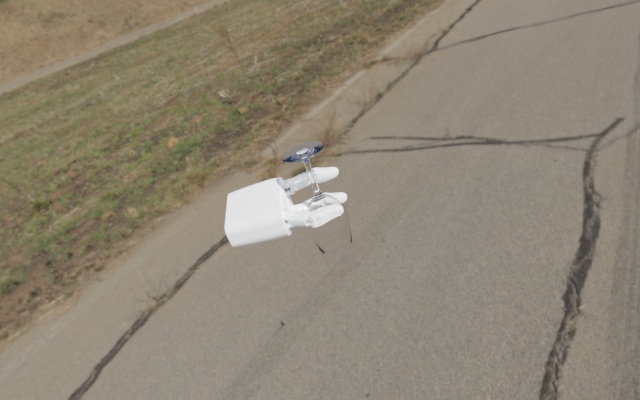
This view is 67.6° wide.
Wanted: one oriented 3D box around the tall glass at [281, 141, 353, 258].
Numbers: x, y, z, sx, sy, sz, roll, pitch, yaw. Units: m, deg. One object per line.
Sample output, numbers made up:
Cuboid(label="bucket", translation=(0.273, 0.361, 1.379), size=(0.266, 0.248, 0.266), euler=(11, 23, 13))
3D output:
Cuboid(label="tall glass", translation=(0.000, 0.002, 0.828), size=(0.079, 0.201, 0.079), euler=(-16, 27, 8))
